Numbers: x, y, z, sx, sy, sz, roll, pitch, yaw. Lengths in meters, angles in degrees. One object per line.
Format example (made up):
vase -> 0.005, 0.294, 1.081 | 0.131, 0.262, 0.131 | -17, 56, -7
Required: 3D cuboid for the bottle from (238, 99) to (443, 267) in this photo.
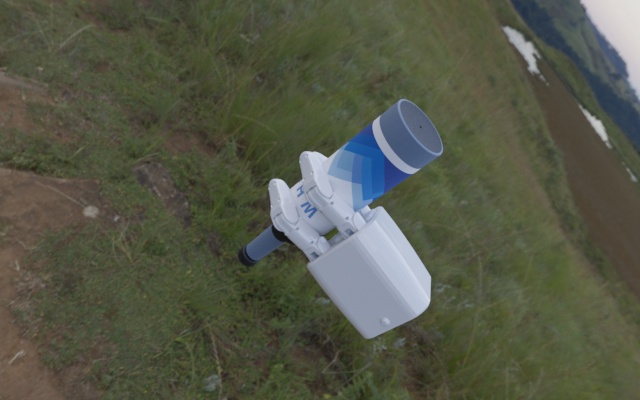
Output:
bottle -> 0.000, 0.002, 0.544 | 0.296, 0.069, 0.069 | -37, -23, 34
